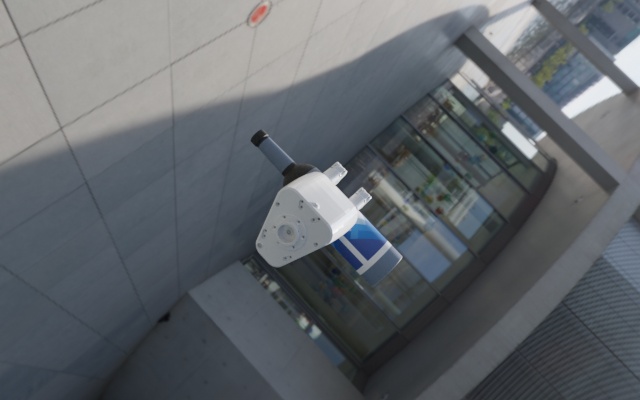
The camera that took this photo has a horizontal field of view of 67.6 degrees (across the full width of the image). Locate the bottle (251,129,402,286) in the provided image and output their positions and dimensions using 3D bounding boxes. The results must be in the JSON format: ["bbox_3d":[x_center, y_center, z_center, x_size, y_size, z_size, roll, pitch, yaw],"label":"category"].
[{"bbox_3d":[0.000,0.003,0.743,0.069,0.295,0.069,-43,-5,-5],"label":"bottle"}]
